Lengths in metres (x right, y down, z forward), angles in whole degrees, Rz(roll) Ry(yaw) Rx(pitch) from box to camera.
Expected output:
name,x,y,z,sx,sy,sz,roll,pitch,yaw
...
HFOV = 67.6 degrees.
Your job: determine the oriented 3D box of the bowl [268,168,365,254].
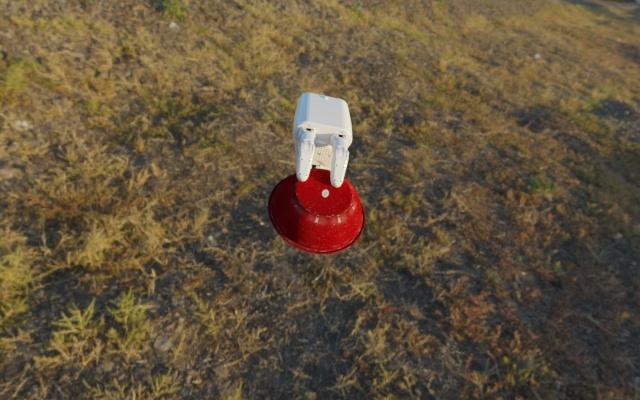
name,x,y,z,sx,sy,sz,roll,pitch,yaw
bowl,0.000,0.003,0.754,0.162,0.162,0.055,0,-35,-15
